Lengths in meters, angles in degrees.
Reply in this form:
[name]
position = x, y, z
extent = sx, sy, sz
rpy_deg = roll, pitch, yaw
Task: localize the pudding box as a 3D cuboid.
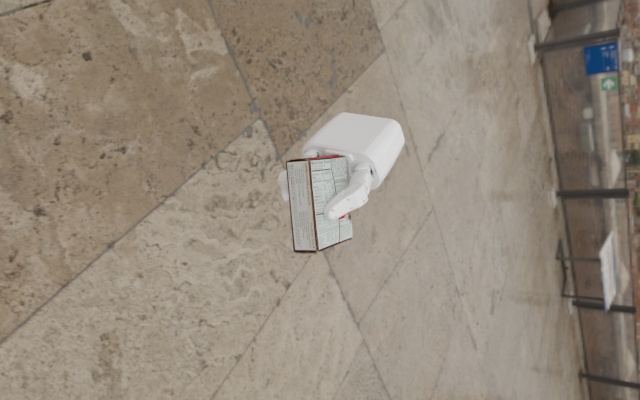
[pudding box]
position = 0.000, 0.002, 0.589
extent = 0.039, 0.113, 0.090
rpy_deg = -4, 5, 33
